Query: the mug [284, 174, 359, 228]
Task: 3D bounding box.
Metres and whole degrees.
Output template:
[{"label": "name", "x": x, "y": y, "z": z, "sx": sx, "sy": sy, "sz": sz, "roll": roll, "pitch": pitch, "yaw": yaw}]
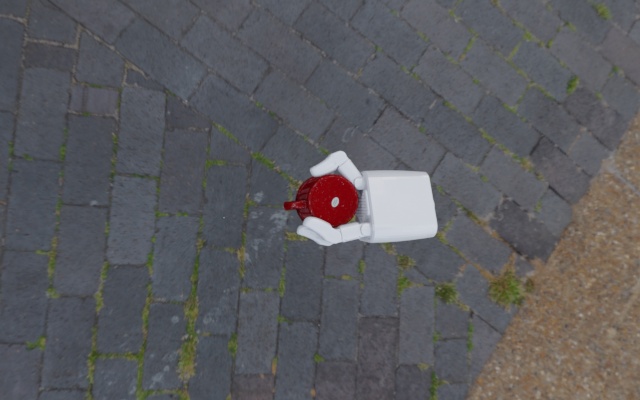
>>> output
[{"label": "mug", "x": -0.001, "y": 0.002, "z": 0.755, "sx": 0.117, "sy": 0.093, "sz": 0.081, "roll": -3, "pitch": -1, "yaw": -12}]
